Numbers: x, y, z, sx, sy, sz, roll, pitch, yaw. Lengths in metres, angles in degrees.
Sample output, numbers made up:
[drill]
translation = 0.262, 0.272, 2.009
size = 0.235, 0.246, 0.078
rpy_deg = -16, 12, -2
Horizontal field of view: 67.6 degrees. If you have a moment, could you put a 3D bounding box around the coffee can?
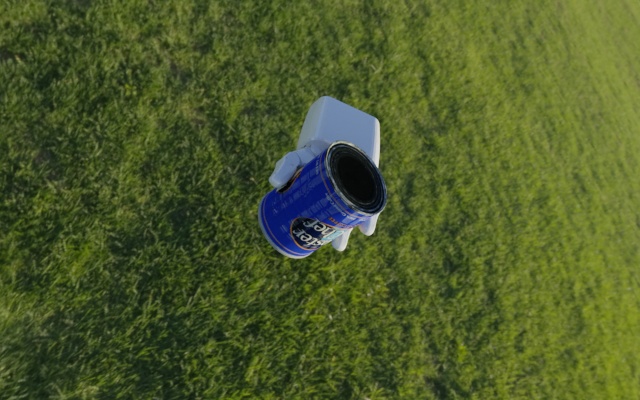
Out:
[coffee can]
translation = 0.000, 0.002, 0.618
size = 0.103, 0.102, 0.140
rpy_deg = 0, -26, -46
